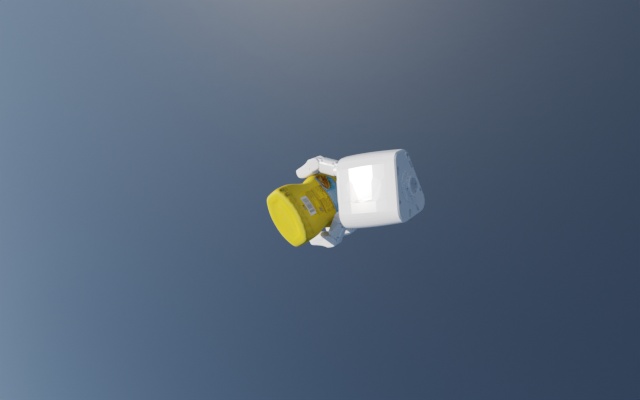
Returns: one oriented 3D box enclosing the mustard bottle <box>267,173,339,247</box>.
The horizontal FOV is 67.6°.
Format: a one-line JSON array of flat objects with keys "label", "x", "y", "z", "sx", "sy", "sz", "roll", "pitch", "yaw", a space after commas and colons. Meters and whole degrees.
[{"label": "mustard bottle", "x": 0.000, "y": 0.003, "z": 0.814, "sx": 0.058, "sy": 0.096, "sz": 0.191, "roll": -38, "pitch": -8, "yaw": 39}]
